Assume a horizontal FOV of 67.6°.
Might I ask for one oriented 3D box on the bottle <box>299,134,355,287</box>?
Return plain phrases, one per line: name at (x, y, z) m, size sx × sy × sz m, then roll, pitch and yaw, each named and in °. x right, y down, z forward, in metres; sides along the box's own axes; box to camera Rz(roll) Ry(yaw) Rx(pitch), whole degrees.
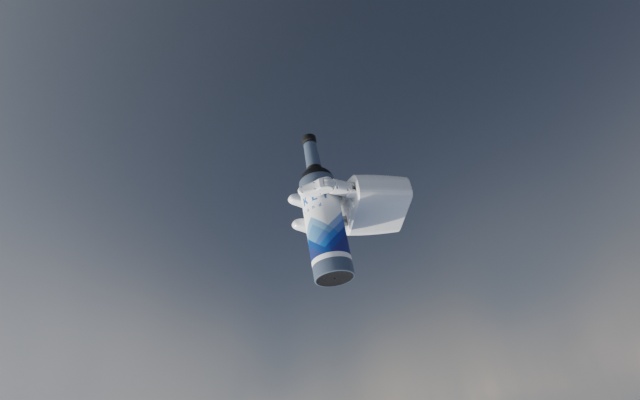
bottle at (0.000, 0.003, 0.844) m, size 0.069 × 0.295 × 0.069 m, roll -8°, pitch -31°, yaw -5°
